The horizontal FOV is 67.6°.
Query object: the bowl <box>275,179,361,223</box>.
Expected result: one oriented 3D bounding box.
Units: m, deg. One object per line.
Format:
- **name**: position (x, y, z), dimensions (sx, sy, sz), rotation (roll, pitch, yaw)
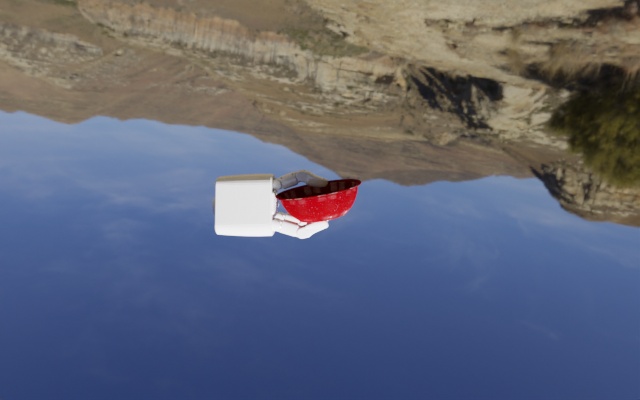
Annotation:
- **bowl**: position (0.001, 0.003, 0.887), dimensions (0.162, 0.055, 0.162), rotation (-10, 10, 2)
